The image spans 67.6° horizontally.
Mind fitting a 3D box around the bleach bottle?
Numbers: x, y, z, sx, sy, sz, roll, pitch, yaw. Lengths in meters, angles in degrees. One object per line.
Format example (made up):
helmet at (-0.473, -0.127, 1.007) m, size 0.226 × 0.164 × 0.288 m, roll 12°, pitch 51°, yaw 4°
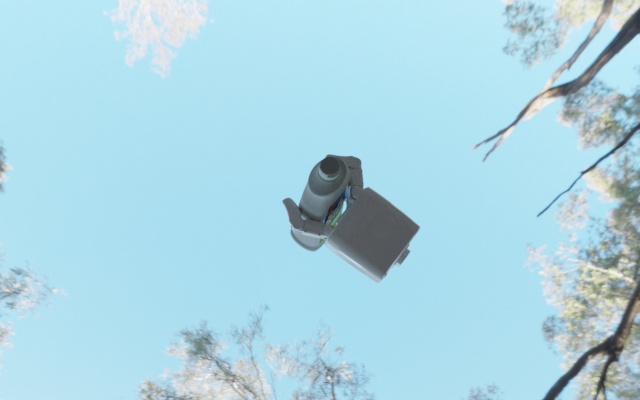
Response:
bleach bottle at (0.000, 0.002, 0.779) m, size 0.068 × 0.102 × 0.251 m, roll 37°, pitch -19°, yaw 10°
